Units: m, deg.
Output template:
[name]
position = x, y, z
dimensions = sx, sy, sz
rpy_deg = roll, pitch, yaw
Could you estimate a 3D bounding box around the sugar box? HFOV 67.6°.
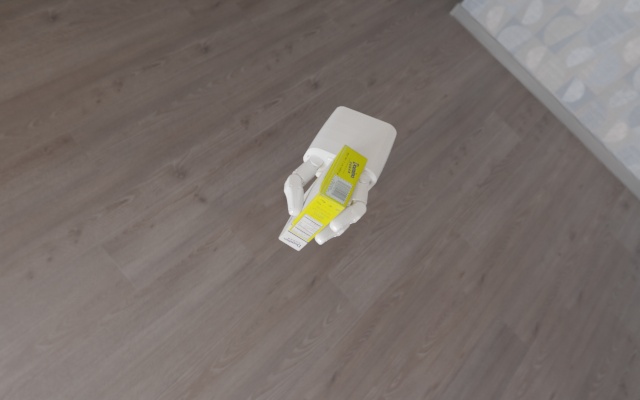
[sugar box]
position = 0.001, 0.002, 0.702
dimensions = 0.048, 0.093, 0.176
rpy_deg = 31, -32, -5
